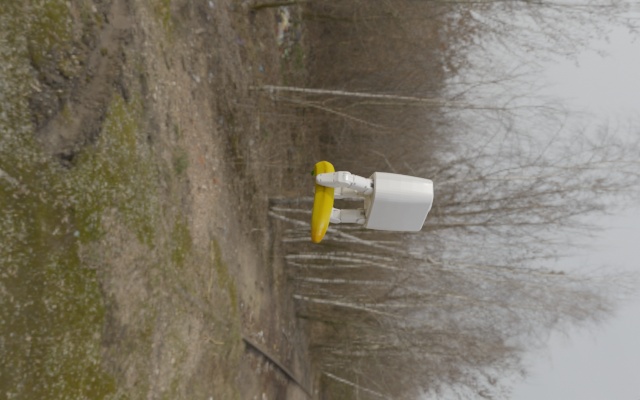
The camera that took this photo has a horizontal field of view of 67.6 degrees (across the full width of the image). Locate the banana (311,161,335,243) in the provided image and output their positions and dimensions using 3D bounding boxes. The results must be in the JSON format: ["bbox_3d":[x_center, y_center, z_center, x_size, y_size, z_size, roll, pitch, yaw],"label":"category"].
[{"bbox_3d":[0.004,-0.013,0.862,0.037,0.070,0.197,10,40,-8],"label":"banana"}]
